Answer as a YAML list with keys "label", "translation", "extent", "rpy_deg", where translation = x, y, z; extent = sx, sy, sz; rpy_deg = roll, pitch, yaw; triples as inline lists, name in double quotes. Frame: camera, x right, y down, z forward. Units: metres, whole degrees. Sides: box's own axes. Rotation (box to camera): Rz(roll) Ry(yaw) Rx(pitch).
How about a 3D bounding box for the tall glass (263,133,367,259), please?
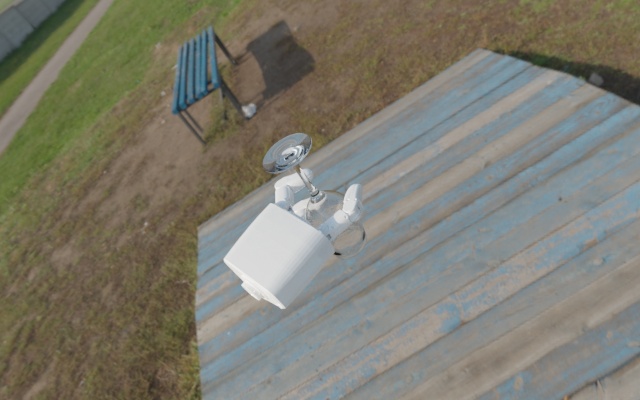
- label: "tall glass"
  translation: [0.000, 0.002, 0.688]
  extent: [0.079, 0.079, 0.201]
  rpy_deg: [0, -41, 37]
